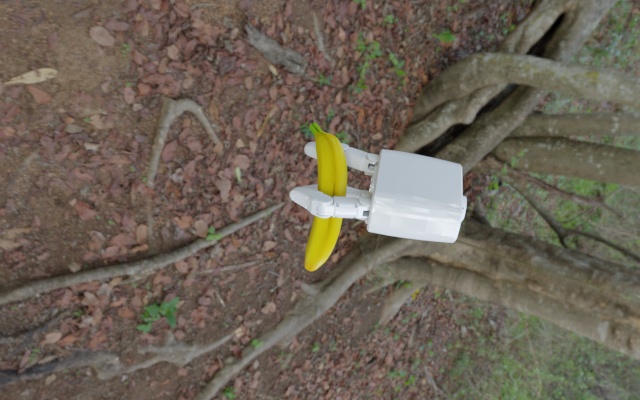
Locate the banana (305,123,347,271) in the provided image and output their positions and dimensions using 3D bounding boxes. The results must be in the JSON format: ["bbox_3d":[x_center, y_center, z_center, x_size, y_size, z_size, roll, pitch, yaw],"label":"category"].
[{"bbox_3d":[0.007,0.001,0.612,0.037,0.198,0.069,1,7,-21],"label":"banana"}]
